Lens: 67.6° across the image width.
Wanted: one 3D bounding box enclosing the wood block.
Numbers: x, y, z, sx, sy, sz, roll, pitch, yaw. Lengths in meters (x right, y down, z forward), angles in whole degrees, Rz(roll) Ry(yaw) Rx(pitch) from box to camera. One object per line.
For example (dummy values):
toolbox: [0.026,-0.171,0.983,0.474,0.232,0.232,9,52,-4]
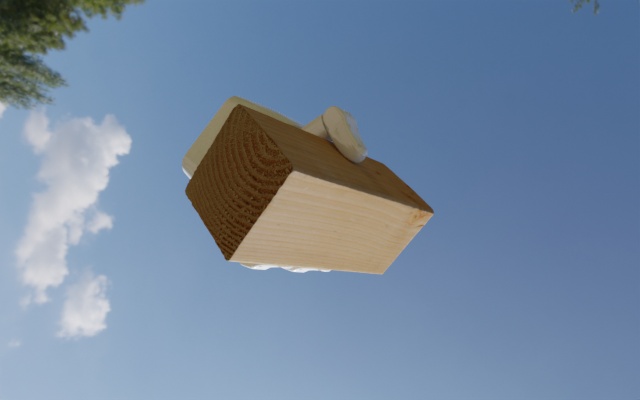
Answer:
wood block: [0.000,0.001,0.432,0.206,0.091,0.090,14,28,-49]
